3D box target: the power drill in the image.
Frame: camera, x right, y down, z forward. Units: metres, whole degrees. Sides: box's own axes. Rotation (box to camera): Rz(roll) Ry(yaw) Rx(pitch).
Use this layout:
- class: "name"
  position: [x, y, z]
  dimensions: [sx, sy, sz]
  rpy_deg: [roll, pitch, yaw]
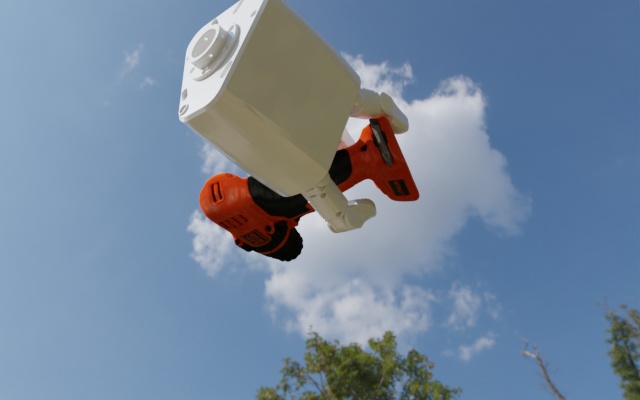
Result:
- class: "power drill"
  position: [0.000, 0.001, 0.477]
  dimensions: [0.187, 0.057, 0.184]
  rpy_deg: [-23, -25, 9]
